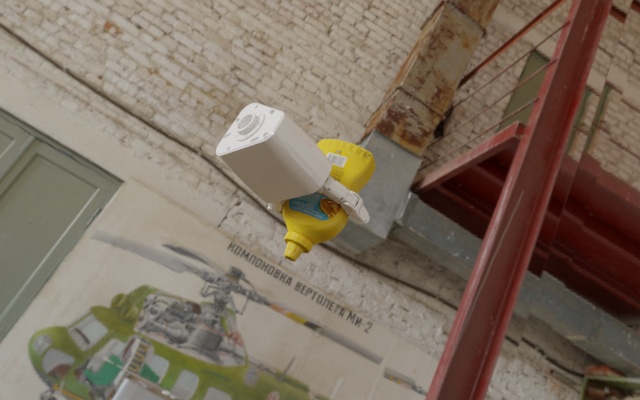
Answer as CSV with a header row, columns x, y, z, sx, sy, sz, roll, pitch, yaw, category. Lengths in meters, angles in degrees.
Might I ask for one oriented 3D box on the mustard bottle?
x,y,z,sx,sy,sz,roll,pitch,yaw,category
0.000,0.002,0.696,0.096,0.191,0.058,19,-23,23,mustard bottle
